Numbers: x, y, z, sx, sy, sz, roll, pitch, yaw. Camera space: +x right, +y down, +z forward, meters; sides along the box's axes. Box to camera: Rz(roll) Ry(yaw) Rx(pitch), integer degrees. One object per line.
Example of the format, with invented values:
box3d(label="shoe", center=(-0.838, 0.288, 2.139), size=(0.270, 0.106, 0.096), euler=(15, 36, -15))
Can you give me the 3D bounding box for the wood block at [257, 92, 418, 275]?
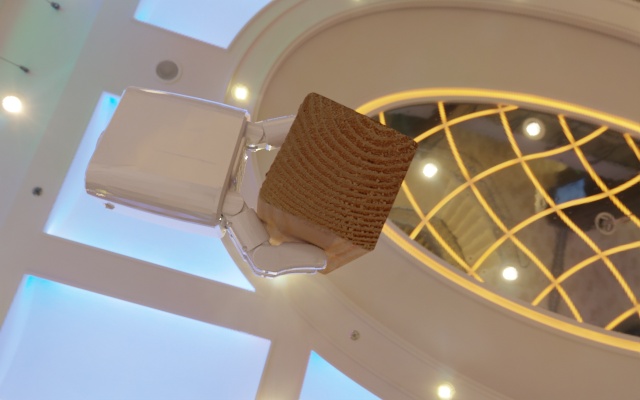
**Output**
box3d(label="wood block", center=(0.000, 0.001, 0.429), size=(0.090, 0.090, 0.206), euler=(25, -15, -2))
